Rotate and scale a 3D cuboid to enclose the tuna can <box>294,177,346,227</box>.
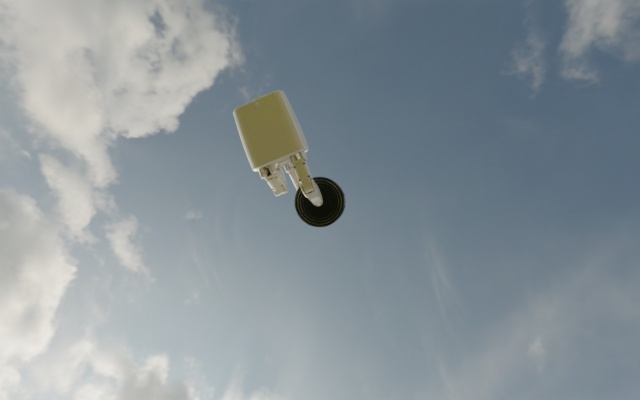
[{"bbox_3d":[0.000,0.003,0.823,0.086,0.086,0.034,0,0,7],"label":"tuna can"}]
